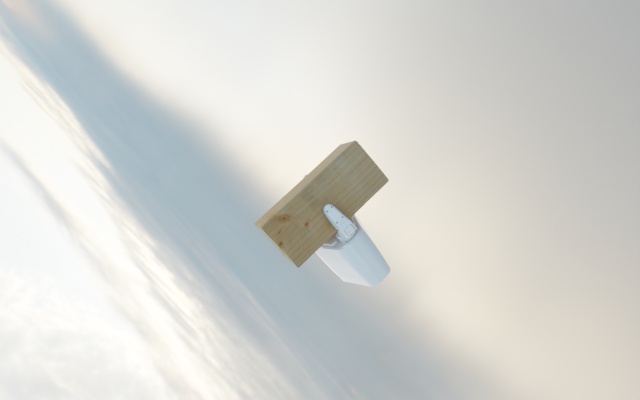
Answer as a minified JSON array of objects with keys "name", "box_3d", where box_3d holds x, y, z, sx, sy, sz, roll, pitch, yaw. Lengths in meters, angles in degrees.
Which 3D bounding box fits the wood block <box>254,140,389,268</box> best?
[{"name":"wood block","box_3d":[0.000,0.003,0.794,0.206,0.090,0.091,-44,12,-10]}]
